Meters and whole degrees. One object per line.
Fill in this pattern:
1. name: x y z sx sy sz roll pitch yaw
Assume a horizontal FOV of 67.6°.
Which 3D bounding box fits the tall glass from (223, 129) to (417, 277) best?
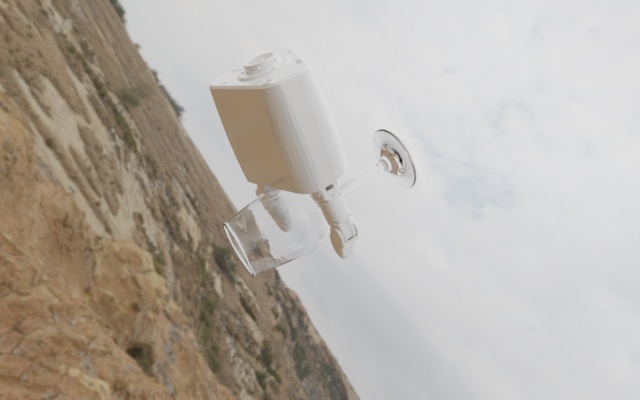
1. tall glass: 0.001 0.001 0.503 0.201 0.079 0.079 -31 10 -17
